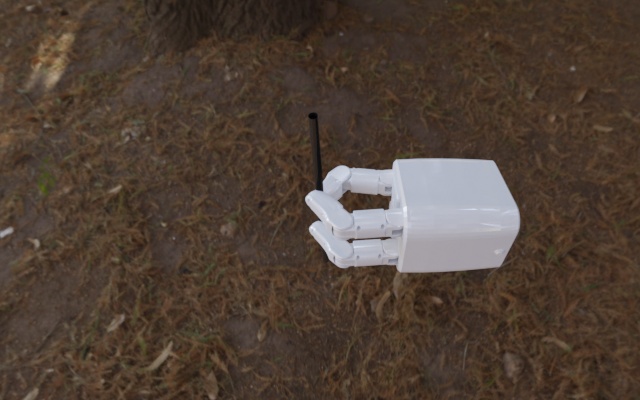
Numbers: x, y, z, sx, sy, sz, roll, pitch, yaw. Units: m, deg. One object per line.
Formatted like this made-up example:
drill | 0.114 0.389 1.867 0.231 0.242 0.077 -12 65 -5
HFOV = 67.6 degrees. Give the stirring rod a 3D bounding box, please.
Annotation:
stirring rod | 0.000 0.002 0.491 0.011 0.011 0.240 0 -36 4
